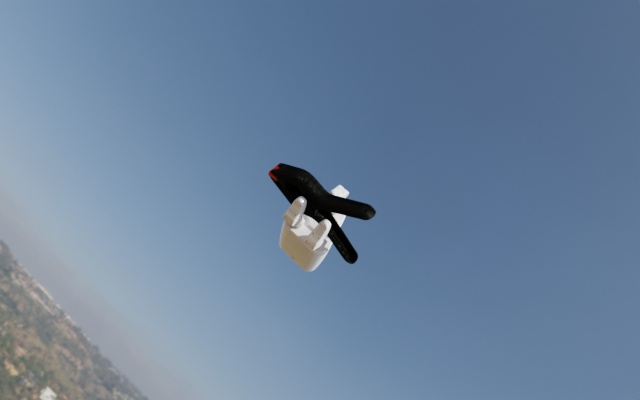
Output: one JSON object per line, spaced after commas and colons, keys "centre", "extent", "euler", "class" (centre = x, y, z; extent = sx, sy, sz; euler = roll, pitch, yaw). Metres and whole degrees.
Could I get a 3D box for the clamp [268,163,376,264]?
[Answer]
{"centre": [0.000, 0.002, 0.787], "extent": [0.036, 0.210, 0.165], "euler": [-42, -13, -30], "class": "clamp"}
